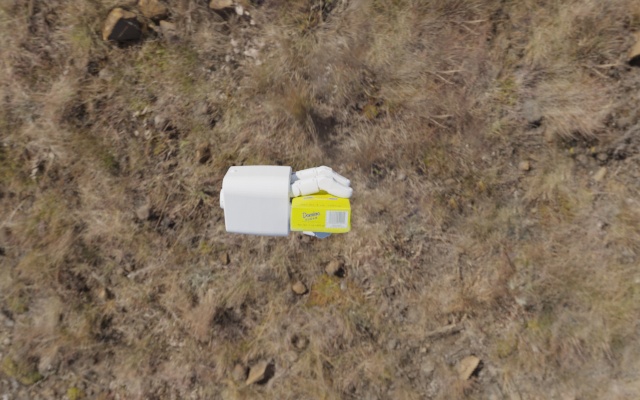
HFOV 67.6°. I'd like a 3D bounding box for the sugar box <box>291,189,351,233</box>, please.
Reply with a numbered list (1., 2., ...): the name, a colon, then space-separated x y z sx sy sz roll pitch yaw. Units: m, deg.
1. sugar box: 0.000 0.002 0.804 0.093 0.048 0.176 3 20 -2
